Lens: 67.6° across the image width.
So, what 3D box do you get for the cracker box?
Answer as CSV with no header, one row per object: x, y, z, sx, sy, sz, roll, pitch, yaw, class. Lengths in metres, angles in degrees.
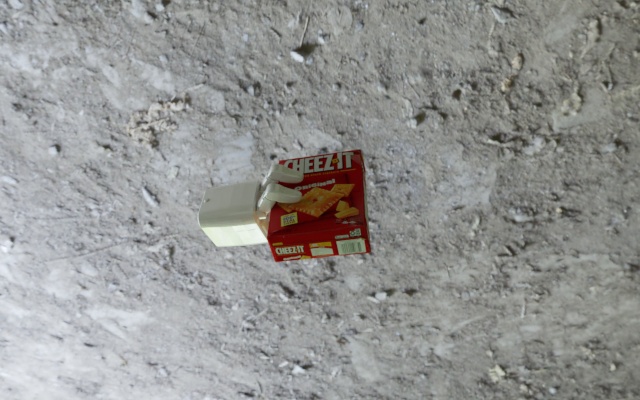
0.000,0.003,0.847,0.164,0.072,0.213,-7,41,8,cracker box
